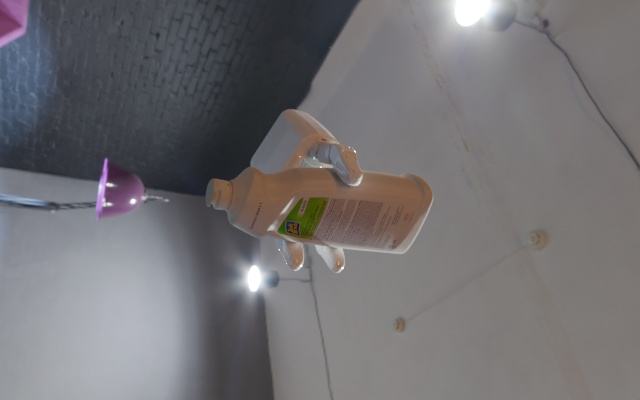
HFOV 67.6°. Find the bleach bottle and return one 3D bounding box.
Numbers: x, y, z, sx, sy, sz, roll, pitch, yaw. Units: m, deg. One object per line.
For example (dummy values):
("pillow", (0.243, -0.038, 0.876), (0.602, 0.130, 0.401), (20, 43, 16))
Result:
("bleach bottle", (0.000, 0.002, 0.540), (0.251, 0.103, 0.068), (9, 26, -27))
